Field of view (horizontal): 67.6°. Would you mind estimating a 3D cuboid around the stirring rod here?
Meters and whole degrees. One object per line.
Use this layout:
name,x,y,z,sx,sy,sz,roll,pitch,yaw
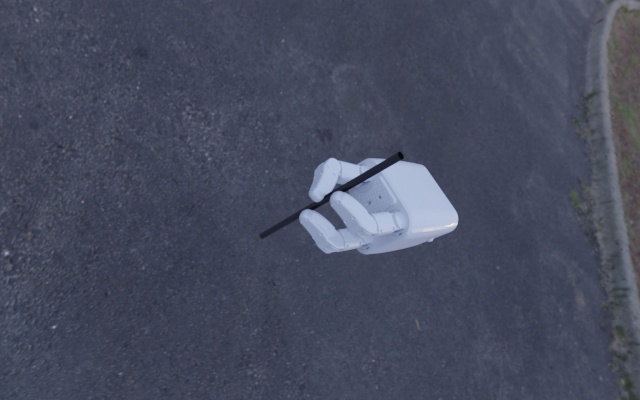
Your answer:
stirring rod,0.000,0.002,0.529,0.011,0.011,0.239,0,-21,-42
